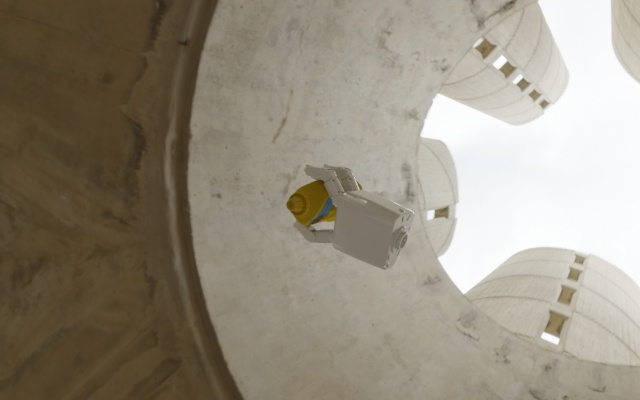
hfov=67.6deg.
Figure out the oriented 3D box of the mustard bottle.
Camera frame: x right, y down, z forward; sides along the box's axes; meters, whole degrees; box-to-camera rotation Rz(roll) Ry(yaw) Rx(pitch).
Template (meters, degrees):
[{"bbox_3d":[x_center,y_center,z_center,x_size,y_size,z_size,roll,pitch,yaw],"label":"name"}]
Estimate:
[{"bbox_3d":[0.000,0.003,0.879,0.058,0.096,0.191,48,26,19],"label":"mustard bottle"}]
